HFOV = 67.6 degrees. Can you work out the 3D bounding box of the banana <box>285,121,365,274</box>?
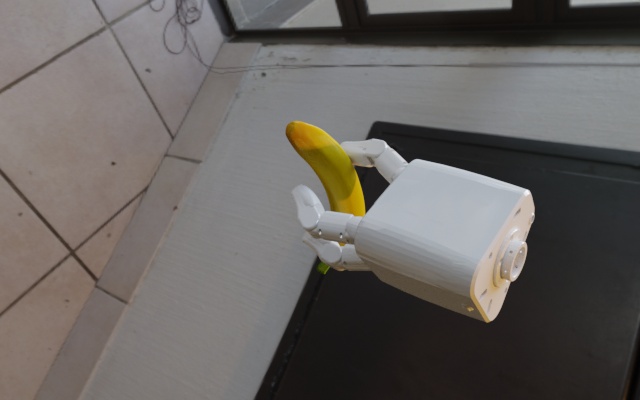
[{"bbox_3d":[0.014,-0.005,0.503,0.069,0.198,0.037,-37,42,-29],"label":"banana"}]
